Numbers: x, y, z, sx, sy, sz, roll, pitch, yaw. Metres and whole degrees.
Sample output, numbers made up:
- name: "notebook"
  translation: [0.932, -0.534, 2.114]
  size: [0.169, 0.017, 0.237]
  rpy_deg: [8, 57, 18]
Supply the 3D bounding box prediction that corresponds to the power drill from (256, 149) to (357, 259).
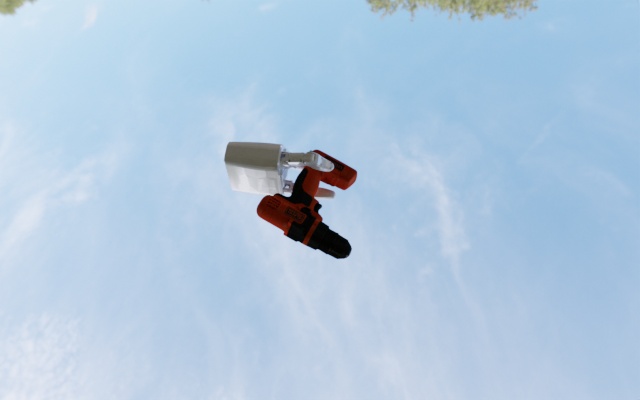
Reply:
- name: "power drill"
  translation: [0.000, 0.002, 0.883]
  size: [0.184, 0.187, 0.057]
  rpy_deg: [30, -39, 2]
